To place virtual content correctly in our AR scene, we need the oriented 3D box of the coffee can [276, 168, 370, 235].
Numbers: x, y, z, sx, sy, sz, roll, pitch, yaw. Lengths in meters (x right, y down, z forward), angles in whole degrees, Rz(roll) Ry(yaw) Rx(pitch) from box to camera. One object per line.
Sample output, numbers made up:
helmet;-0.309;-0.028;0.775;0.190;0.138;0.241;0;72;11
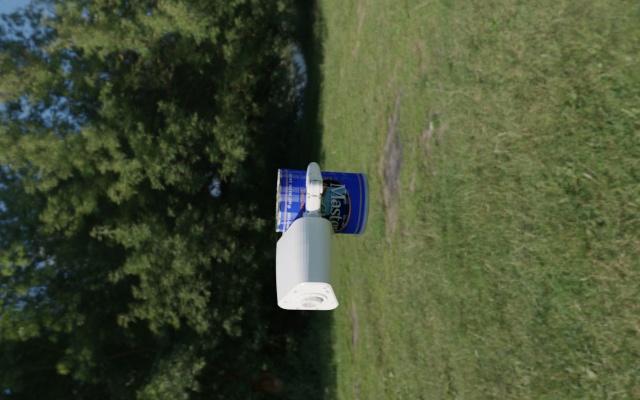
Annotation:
coffee can;0.000;0.002;0.777;0.140;0.103;0.103;3;0;-7
